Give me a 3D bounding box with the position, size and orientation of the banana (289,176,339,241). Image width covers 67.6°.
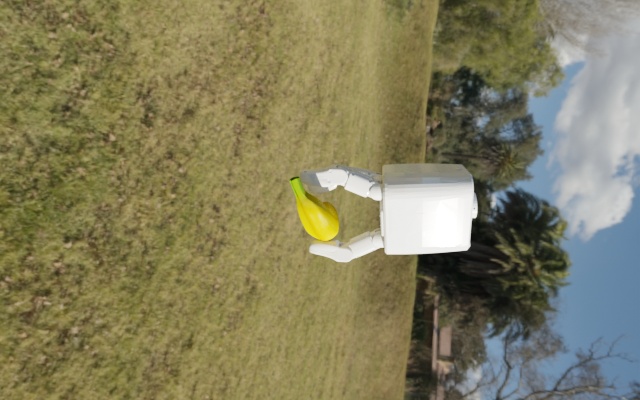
[{"bbox_3d":[0.002,0.020,0.625,0.037,0.069,0.198,-10,-11,8],"label":"banana"}]
